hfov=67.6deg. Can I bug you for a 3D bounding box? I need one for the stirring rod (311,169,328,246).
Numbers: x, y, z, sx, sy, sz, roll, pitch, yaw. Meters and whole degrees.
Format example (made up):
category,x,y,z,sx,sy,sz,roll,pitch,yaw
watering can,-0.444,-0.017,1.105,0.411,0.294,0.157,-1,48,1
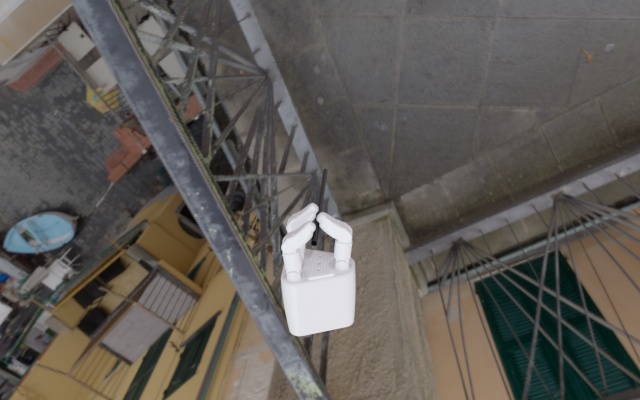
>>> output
category,x,y,z,sx,sy,sz,roll,pitch,yaw
stirring rod,0.000,0.002,0.750,0.011,0.011,0.239,0,28,5
